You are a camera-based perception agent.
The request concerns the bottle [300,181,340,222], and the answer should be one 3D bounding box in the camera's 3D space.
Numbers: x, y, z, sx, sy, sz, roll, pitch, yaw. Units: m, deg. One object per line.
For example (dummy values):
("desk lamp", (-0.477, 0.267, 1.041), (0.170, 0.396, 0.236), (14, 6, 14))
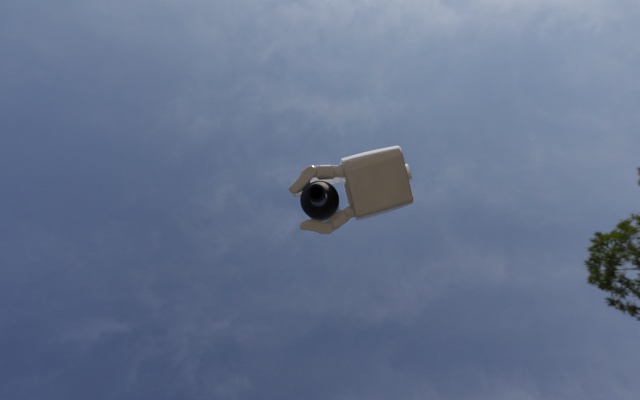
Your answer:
("bottle", (0.000, 0.003, 0.848), (0.069, 0.069, 0.296), (0, -6, 2))
